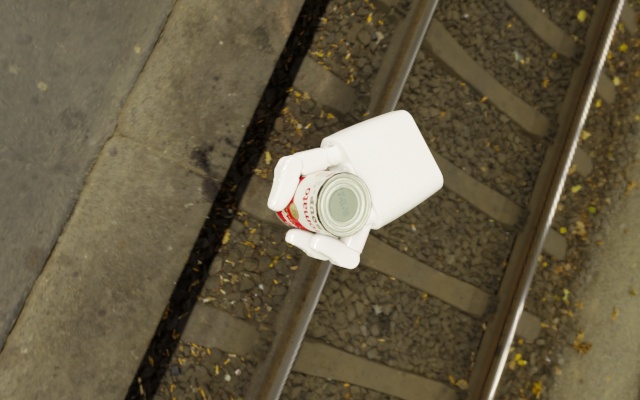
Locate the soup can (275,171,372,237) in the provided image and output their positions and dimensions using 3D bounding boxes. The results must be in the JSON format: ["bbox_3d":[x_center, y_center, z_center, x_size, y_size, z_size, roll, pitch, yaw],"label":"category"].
[{"bbox_3d":[0.000,0.002,0.520,0.068,0.068,0.102,0,4,-30],"label":"soup can"}]
